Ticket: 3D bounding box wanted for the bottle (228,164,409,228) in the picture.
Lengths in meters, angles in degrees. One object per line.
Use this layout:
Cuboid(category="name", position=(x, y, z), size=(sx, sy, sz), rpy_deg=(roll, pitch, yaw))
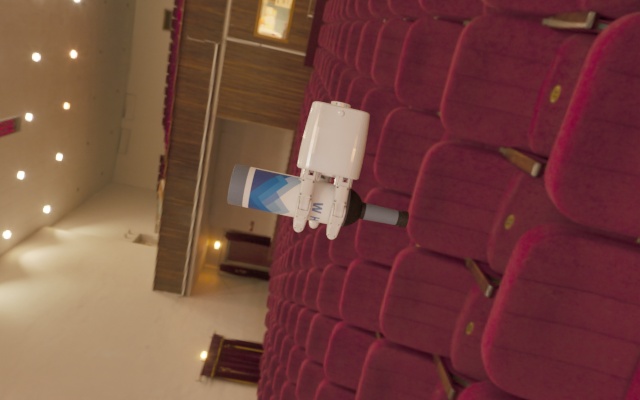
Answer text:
Cuboid(category="bottle", position=(0.000, 0.003, 0.787), size=(0.296, 0.069, 0.069), rpy_deg=(12, -1, -4))
